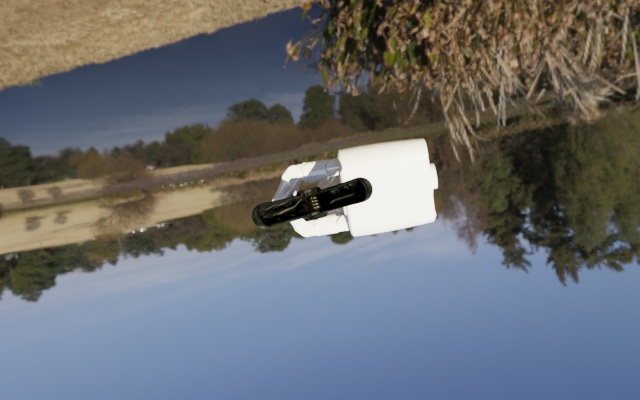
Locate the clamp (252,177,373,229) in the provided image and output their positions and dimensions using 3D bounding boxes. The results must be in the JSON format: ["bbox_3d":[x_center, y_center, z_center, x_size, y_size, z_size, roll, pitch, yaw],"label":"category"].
[{"bbox_3d":[0.000,0.002,0.532,0.120,0.039,0.171,-10,2,7],"label":"clamp"}]
